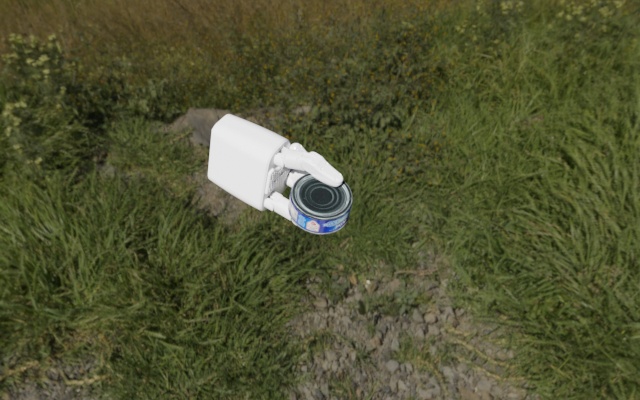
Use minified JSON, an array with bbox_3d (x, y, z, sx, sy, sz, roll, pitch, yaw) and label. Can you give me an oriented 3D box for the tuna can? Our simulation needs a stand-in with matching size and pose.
[{"bbox_3d":[0.000,0.002,0.647,0.086,0.086,0.034,0,-39,-9],"label":"tuna can"}]
